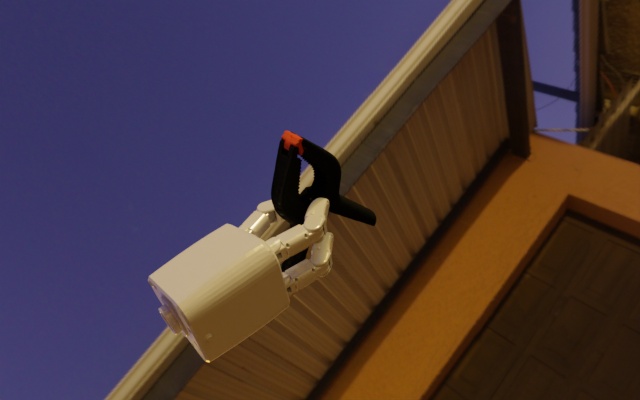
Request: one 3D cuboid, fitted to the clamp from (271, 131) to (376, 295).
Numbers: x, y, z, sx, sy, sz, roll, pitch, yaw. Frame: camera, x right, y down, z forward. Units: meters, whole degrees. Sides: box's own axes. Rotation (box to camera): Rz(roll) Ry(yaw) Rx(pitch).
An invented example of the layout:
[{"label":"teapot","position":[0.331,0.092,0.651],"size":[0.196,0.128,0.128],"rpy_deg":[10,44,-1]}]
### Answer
[{"label":"clamp","position":[-0.001,0.001,0.577],"size":[0.164,0.210,0.036],"rpy_deg":[-33,44,-26]}]
